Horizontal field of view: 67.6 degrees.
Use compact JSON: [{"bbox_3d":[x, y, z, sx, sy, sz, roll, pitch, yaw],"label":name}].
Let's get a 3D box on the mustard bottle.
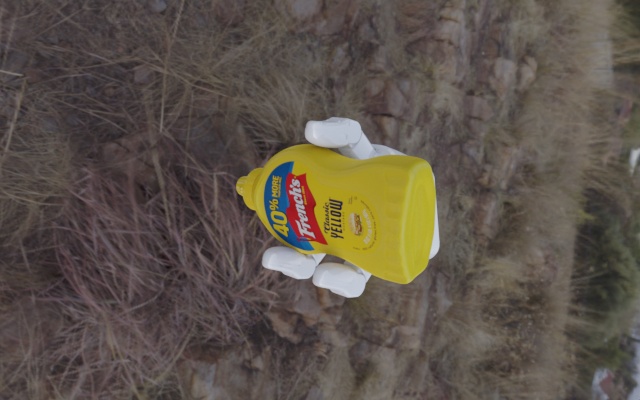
[{"bbox_3d":[0.000,0.001,0.411,0.191,0.096,0.058,12,26,36],"label":"mustard bottle"}]
